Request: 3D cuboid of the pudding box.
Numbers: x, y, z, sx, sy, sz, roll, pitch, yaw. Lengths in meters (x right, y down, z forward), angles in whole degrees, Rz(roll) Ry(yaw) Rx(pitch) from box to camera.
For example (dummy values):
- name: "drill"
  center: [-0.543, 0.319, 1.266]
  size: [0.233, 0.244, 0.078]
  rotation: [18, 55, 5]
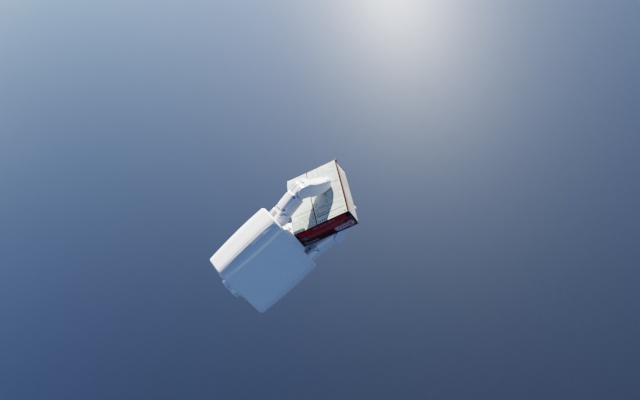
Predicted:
- name: "pudding box"
  center: [0.000, 0.002, 0.708]
  size: [0.090, 0.113, 0.039]
  rotation: [-24, -41, 13]
